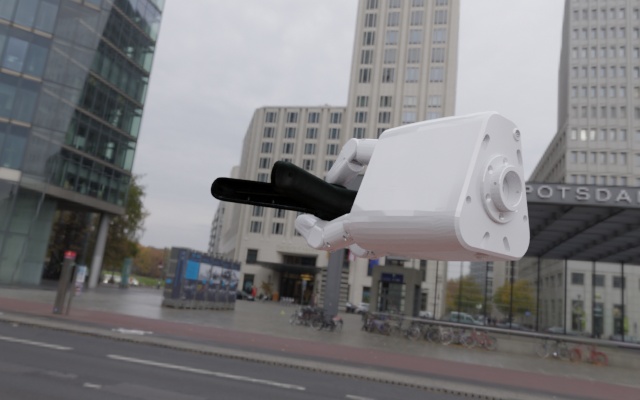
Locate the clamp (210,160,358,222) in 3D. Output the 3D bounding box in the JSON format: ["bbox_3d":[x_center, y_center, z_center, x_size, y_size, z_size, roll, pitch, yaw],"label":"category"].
[{"bbox_3d":[0.001,0.001,0.488,0.210,0.036,0.164,14,-9,-36],"label":"clamp"}]
